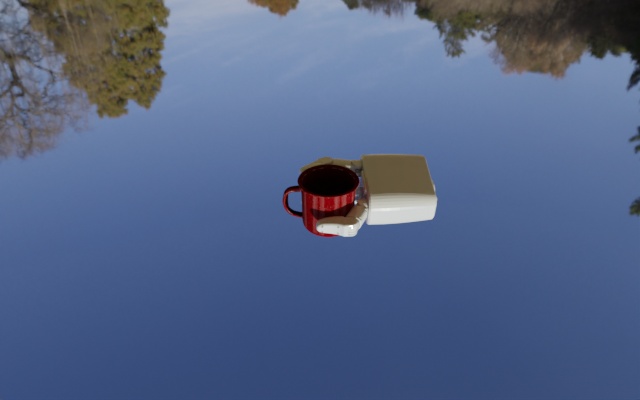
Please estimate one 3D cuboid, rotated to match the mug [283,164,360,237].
[{"bbox_3d":[-0.001,0.003,0.737,0.117,0.082,0.093,-2,35,-3],"label":"mug"}]
